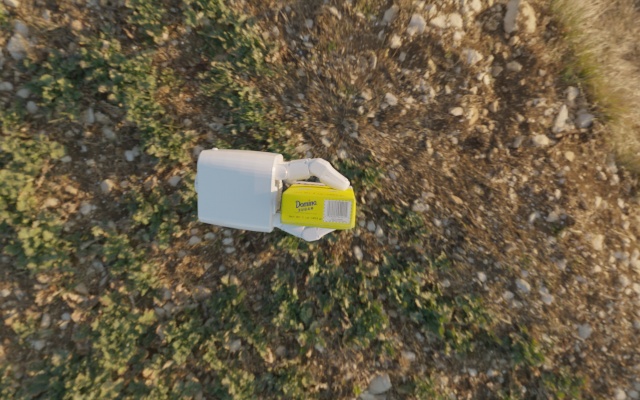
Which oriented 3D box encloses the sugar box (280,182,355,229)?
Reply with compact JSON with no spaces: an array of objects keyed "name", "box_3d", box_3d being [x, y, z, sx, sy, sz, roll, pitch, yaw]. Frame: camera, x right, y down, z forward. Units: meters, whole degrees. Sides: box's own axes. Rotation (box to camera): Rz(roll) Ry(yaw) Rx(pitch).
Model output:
[{"name":"sugar box","box_3d":[0.000,0.002,0.672,0.093,0.048,0.176,5,9,1]}]
